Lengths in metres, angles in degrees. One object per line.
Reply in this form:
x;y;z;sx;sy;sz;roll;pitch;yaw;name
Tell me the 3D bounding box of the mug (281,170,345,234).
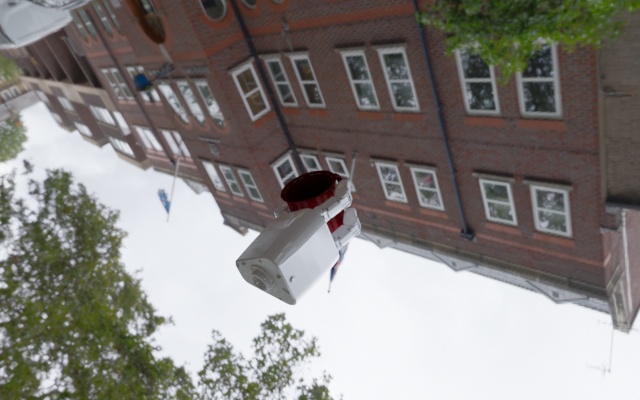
0.001;0.002;0.780;0.093;0.081;0.117;9;41;42;mug
